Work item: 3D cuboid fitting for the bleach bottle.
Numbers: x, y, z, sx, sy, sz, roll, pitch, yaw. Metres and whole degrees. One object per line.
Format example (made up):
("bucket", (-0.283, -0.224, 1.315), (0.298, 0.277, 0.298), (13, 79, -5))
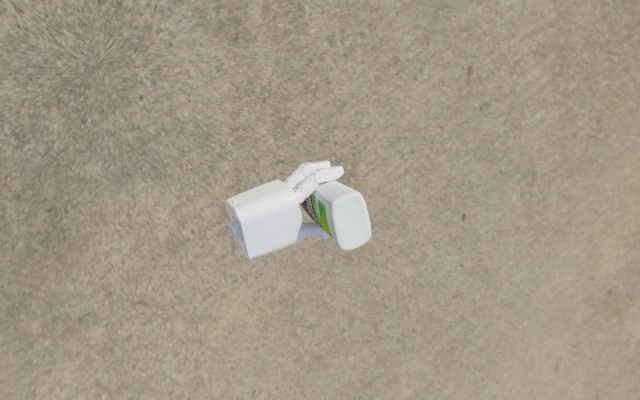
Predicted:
("bleach bottle", (0.000, 0.003, 0.891), (0.068, 0.103, 0.250), (-21, 22, -19))
